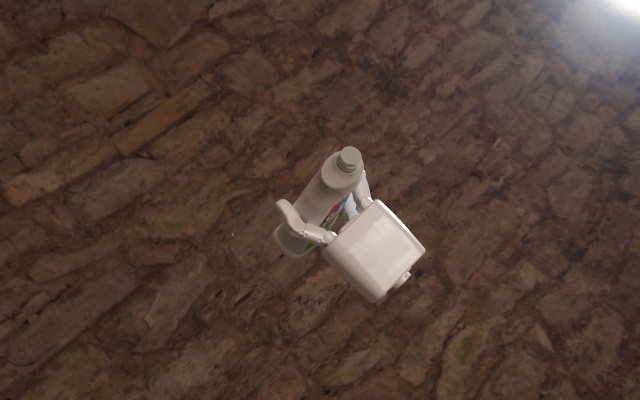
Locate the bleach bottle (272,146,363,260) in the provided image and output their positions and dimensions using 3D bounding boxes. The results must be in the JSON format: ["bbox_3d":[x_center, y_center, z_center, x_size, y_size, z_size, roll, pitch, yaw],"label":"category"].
[{"bbox_3d":[0.000,0.002,0.719,0.102,0.068,0.251,-38,-10,-30],"label":"bleach bottle"}]
